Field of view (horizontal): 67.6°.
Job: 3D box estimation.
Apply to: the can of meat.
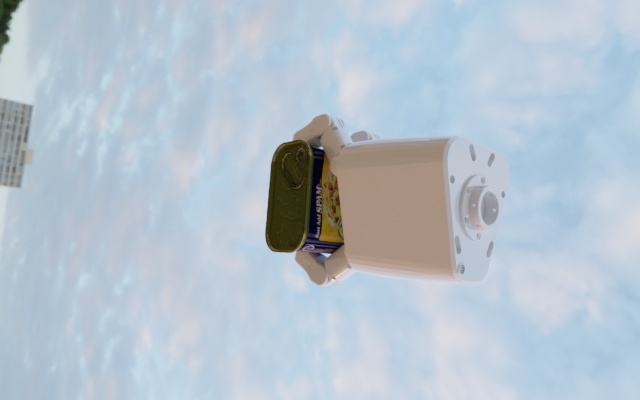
[{"bbox_3d":[0.000,0.002,0.455,0.084,0.102,0.057,10,-10,-41],"label":"can of meat"}]
